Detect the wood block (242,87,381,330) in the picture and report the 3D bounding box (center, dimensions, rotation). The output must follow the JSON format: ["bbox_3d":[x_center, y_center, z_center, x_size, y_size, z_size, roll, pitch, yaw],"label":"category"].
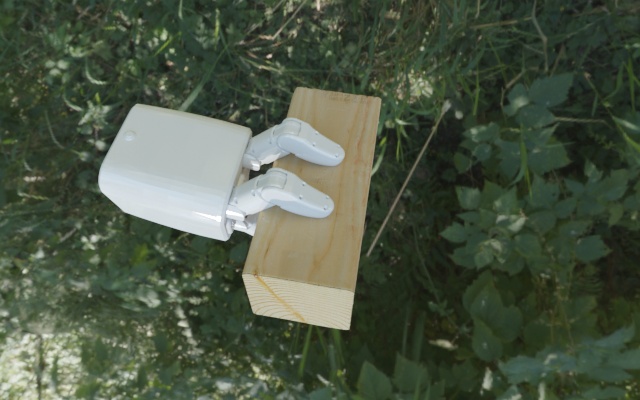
[{"bbox_3d":[0.000,0.002,0.451,0.090,0.206,0.091,9,-33,5],"label":"wood block"}]
